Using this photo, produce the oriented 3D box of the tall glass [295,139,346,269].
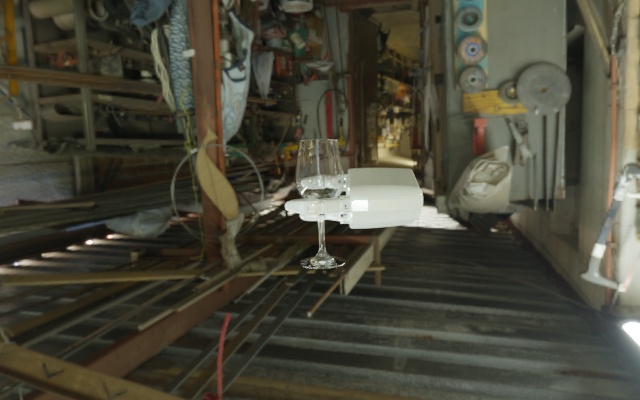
[{"bbox_3d":[0.000,0.003,0.763,0.079,0.201,0.079,-3,7,0],"label":"tall glass"}]
